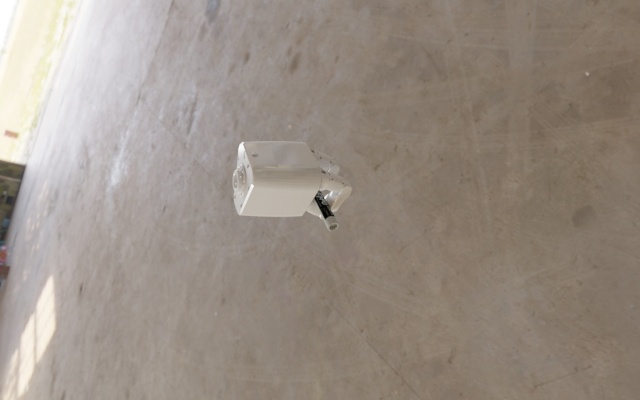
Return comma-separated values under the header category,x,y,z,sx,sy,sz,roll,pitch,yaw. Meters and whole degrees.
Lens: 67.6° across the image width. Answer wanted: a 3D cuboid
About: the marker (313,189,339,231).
category,x,y,z,sx,sy,sz,roll,pitch,yaw
marker,0.000,0.003,0.774,0.020,0.020,0.121,0,39,-26
